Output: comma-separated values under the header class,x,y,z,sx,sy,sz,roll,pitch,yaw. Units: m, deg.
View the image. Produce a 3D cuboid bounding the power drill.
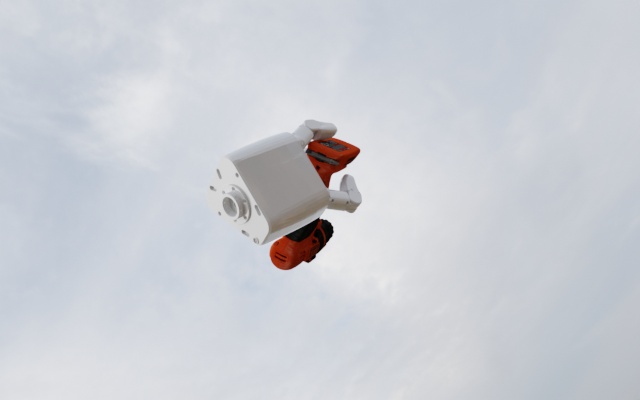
class,x,y,z,sx,sy,sz,roll,pitch,yaw
power drill,0.000,0.002,0.717,0.057,0.188,0.184,22,17,14
